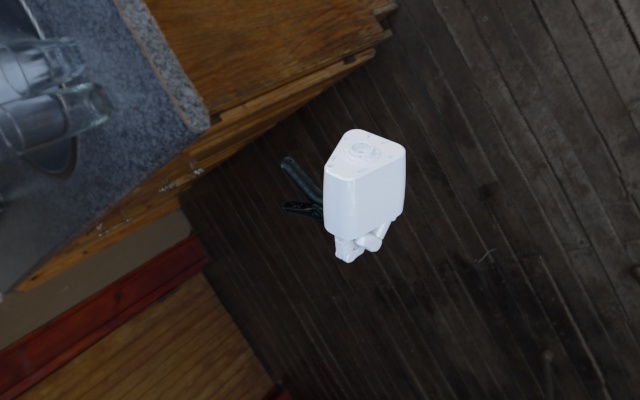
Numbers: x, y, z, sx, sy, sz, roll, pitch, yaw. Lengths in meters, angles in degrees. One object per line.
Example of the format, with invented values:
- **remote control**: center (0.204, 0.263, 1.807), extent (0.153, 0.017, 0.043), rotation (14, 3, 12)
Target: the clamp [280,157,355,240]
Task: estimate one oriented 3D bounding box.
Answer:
- **clamp**: center (0.000, 0.003, 0.742), extent (0.171, 0.039, 0.120), rotation (25, -32, 29)
